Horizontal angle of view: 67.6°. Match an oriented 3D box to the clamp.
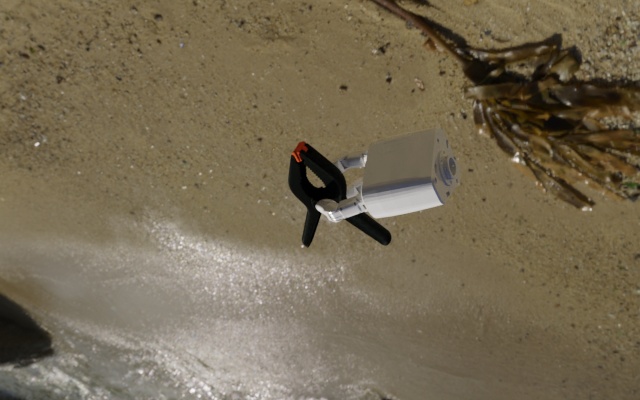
[{"bbox_3d":[0.000,0.003,0.758,0.164,0.210,0.036,-12,34,34],"label":"clamp"}]
